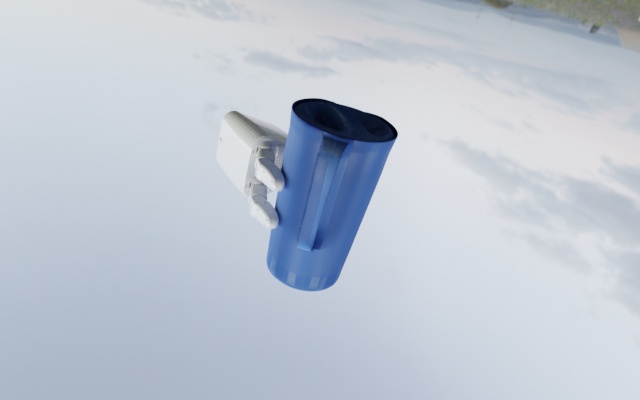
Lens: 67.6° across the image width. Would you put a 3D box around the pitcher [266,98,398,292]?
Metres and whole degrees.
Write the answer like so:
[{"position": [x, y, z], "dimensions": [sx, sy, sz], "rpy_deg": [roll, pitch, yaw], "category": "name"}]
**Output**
[{"position": [0.000, 0.002, 0.622], "dimensions": [0.149, 0.243, 0.145], "rpy_deg": [-8, 35, -38], "category": "pitcher"}]
